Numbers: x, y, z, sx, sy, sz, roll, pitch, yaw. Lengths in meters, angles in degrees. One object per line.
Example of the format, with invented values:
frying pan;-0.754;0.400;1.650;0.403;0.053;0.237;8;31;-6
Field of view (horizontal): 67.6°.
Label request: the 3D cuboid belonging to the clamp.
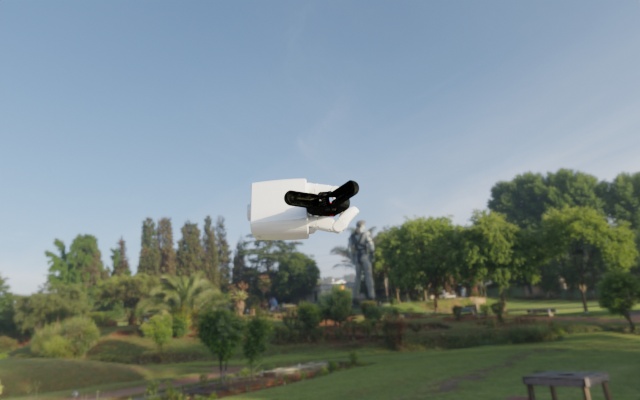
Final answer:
clamp;0.000;0.002;0.823;0.120;0.039;0.171;-2;-15;-1
